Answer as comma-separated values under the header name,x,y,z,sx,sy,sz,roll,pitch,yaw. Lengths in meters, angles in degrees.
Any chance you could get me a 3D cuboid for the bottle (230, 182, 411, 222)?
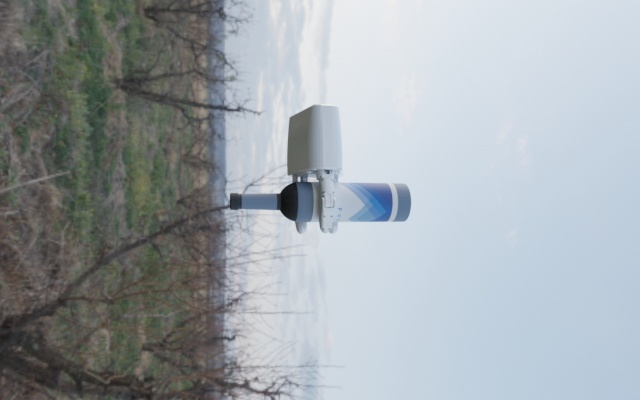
name,x,y,z,sx,sy,sz,roll,pitch,yaw
bottle,0.000,0.003,0.790,0.296,0.069,0.069,0,0,-13
